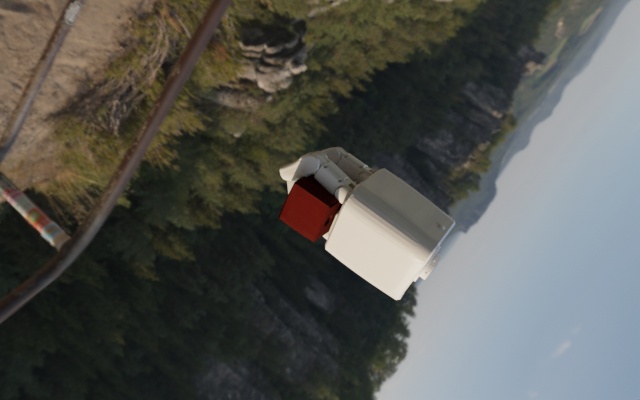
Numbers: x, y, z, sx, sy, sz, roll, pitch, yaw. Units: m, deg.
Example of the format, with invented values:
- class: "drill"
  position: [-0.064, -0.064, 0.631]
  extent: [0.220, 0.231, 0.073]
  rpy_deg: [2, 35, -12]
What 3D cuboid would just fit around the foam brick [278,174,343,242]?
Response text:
- class: "foam brick"
  position: [0.000, 0.002, 0.547]
  extent: [0.051, 0.053, 0.078]
  rpy_deg: [36, 33, 15]
